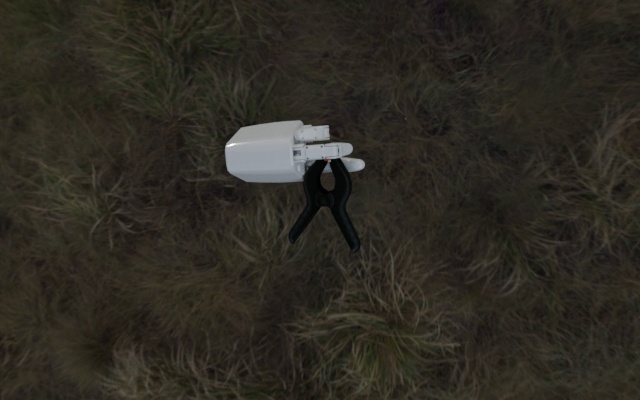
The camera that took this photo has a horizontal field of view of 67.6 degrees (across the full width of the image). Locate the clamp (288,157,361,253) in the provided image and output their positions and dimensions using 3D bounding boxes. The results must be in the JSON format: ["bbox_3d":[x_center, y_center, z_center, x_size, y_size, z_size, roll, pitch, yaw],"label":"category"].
[{"bbox_3d":[0.000,0.002,0.770,0.120,0.171,0.039,-3,9,10],"label":"clamp"}]
